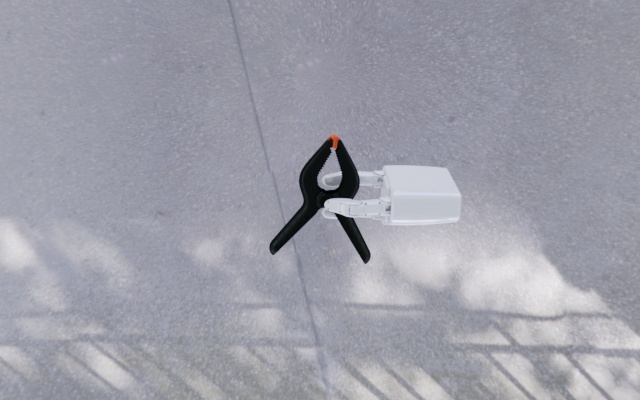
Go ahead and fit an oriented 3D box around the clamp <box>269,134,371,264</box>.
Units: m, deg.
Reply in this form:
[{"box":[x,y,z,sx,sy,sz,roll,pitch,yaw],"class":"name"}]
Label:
[{"box":[0.000,0.002,0.750,0.164,0.210,0.036,-1,15,-4],"class":"clamp"}]
